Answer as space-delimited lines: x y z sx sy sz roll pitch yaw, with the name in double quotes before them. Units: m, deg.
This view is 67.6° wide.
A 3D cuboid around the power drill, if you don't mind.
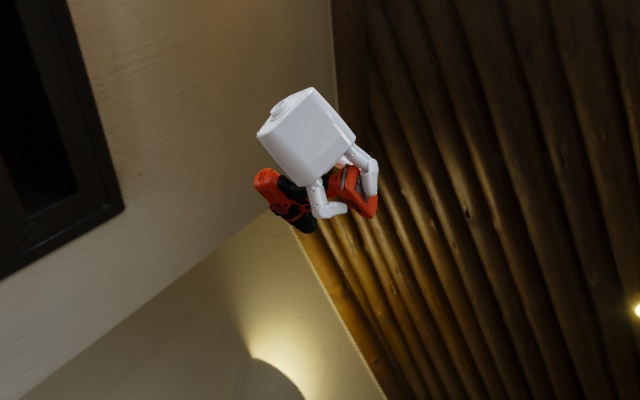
"power drill" 0.000 0.003 0.839 0.187 0.057 0.184 -7 -33 29
